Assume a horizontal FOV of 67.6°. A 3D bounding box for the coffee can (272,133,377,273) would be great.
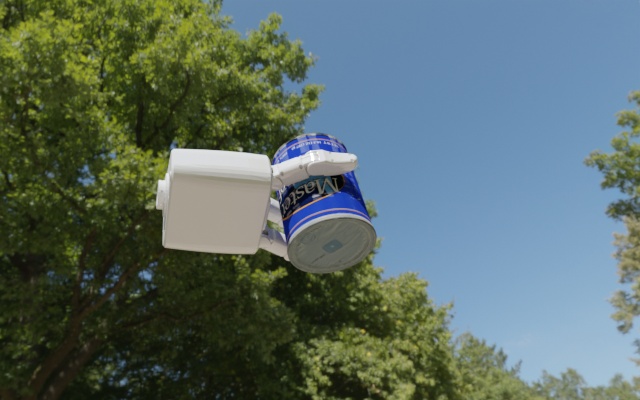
[{"bbox_3d":[0.000,0.002,0.581,0.103,0.140,0.103,-8,-41,-7],"label":"coffee can"}]
